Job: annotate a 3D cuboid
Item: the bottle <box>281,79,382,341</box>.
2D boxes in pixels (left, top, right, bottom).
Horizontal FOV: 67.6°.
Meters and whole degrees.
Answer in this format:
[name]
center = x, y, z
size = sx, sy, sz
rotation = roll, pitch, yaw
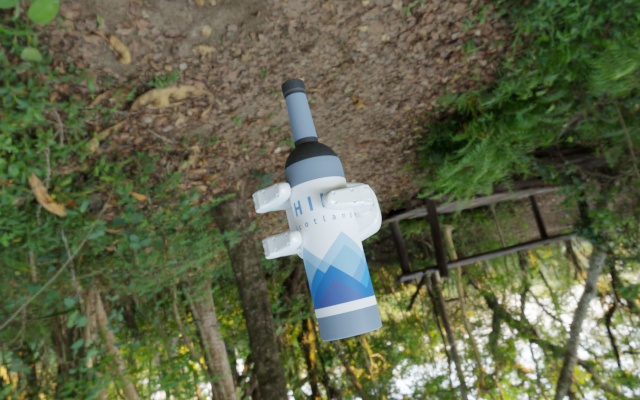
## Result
[bottle]
center = 0.000, 0.002, 0.538
size = 0.069, 0.295, 0.069
rotation = -13, -11, -3
